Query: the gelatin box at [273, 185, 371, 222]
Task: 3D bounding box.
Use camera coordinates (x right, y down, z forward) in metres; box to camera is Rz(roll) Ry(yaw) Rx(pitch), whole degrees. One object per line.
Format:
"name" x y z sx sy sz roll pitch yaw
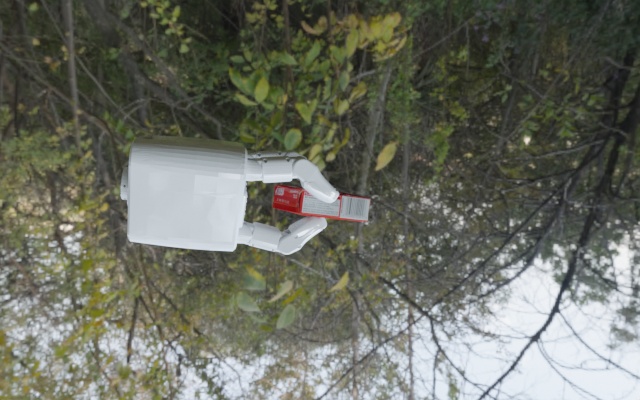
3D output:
"gelatin box" 0.000 0.002 0.542 0.089 0.030 0.073 7 2 -27
